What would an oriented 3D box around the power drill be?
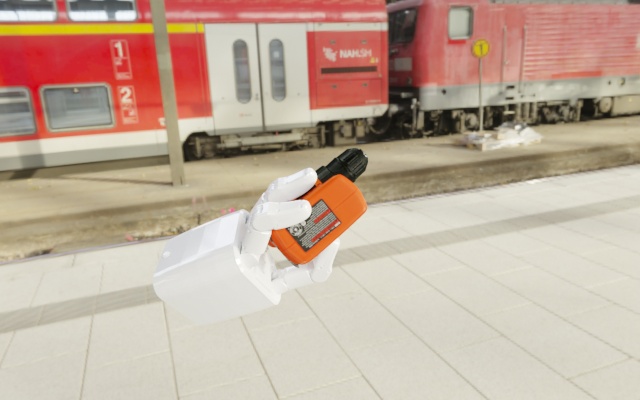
[{"bbox_3d":[0.000,0.002,0.587,0.184,0.057,0.187,-42,8,-1],"label":"power drill"}]
